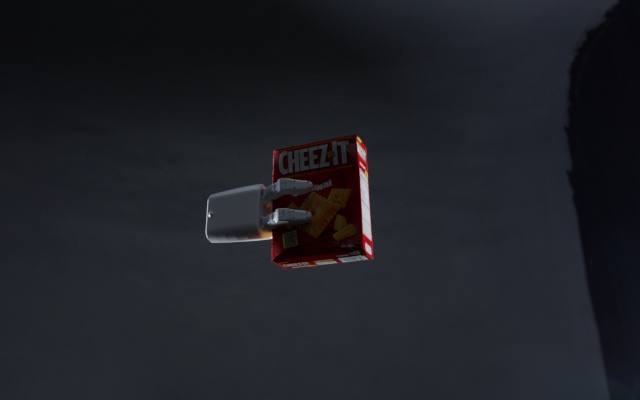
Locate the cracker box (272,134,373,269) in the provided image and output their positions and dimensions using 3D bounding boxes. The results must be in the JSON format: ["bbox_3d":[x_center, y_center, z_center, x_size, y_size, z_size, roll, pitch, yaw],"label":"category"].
[{"bbox_3d":[0.000,0.003,0.840,0.164,0.213,0.072,-9,-22,18],"label":"cracker box"}]
